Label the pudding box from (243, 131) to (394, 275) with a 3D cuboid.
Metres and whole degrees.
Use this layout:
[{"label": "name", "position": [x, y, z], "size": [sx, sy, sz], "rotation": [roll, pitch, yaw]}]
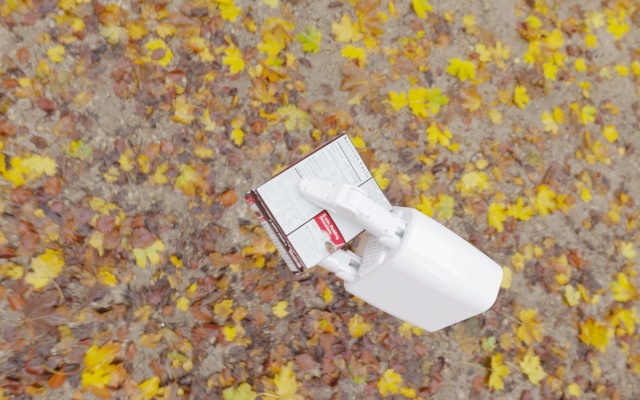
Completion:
[{"label": "pudding box", "position": [0.000, 0.001, 0.446], "size": [0.113, 0.090, 0.039], "rotation": [-34, 3, -25]}]
